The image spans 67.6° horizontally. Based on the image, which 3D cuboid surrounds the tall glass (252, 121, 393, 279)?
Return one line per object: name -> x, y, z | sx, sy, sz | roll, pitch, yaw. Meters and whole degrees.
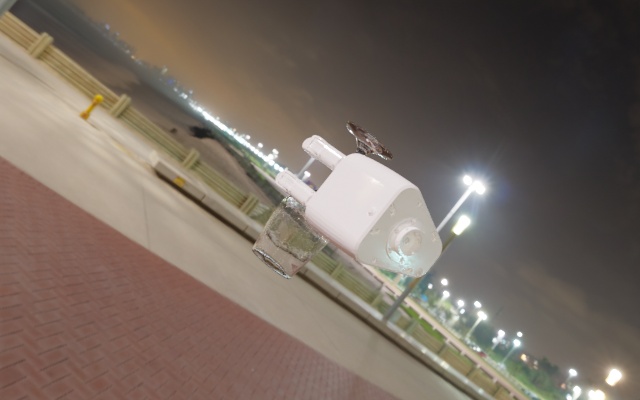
tall glass -> 0.000, 0.001, 0.600 | 0.079, 0.201, 0.079 | 39, -1, 1
